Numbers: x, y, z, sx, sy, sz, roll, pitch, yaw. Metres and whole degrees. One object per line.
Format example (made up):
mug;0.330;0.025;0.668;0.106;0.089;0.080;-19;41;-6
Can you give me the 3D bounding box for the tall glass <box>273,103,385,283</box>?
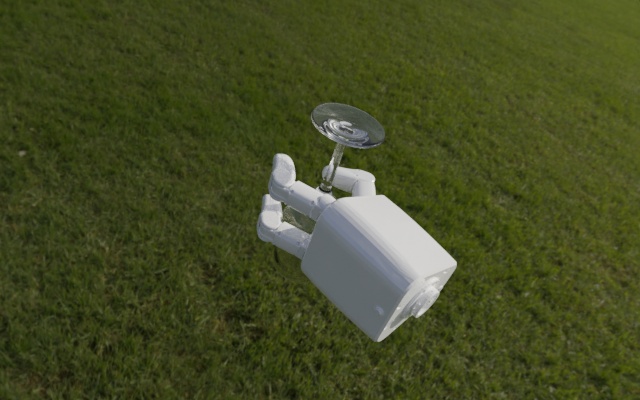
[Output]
tall glass;0.000;0.001;0.513;0.079;0.201;0.079;12;38;-10
